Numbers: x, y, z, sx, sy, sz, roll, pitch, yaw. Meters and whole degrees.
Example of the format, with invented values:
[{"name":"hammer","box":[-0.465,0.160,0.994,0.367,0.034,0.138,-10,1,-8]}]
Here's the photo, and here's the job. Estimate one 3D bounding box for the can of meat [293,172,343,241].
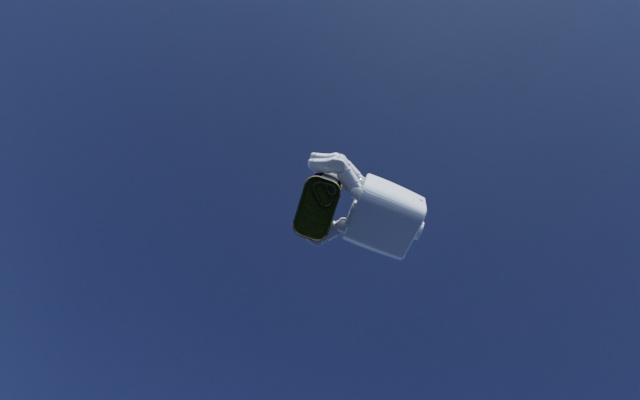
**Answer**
[{"name":"can of meat","box":[0.000,0.002,0.767,0.057,0.102,0.084,19,18,4]}]
